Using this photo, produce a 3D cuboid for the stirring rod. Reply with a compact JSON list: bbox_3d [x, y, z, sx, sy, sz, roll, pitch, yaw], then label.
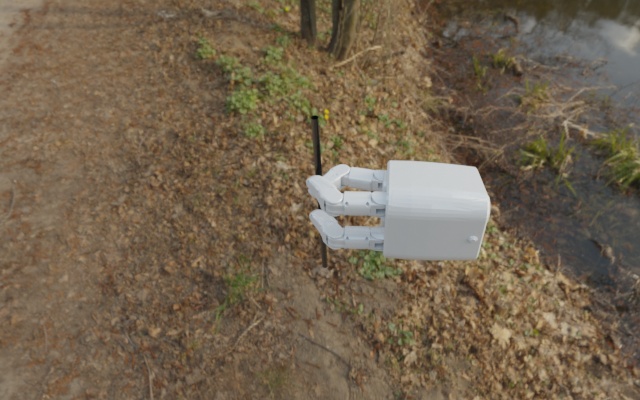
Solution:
[{"bbox_3d":[0.000,0.002,0.578,0.011,0.240,0.011,-2,43,2],"label":"stirring rod"}]
